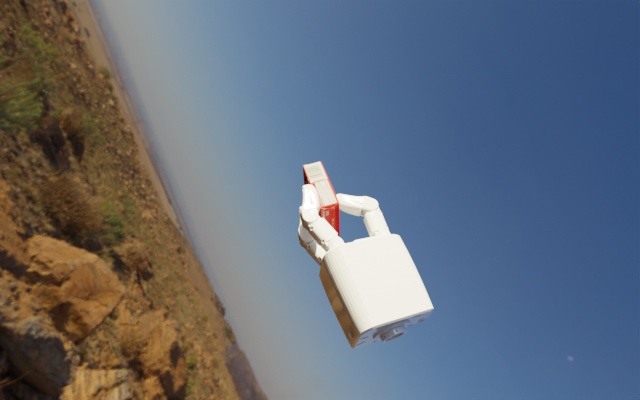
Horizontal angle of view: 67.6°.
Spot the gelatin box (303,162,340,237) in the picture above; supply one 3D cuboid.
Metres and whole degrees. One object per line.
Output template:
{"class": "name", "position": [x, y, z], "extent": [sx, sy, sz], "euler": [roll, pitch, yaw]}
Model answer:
{"class": "gelatin box", "position": [0.000, 0.002, 0.670], "extent": [0.030, 0.089, 0.073], "euler": [-13, -41, -10]}
